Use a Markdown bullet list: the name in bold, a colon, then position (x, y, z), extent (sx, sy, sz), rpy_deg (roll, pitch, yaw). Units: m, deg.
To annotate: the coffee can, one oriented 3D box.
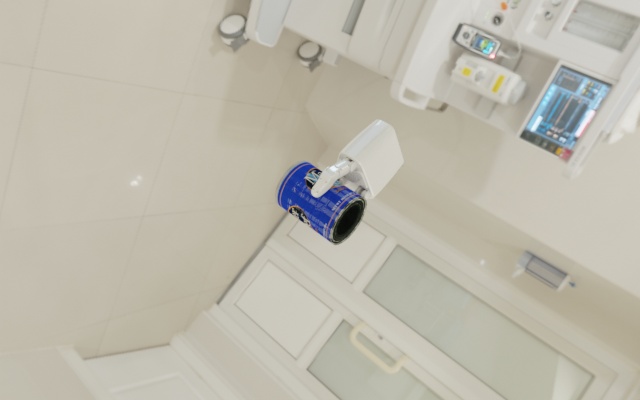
- **coffee can**: position (0.000, 0.003, 0.889), extent (0.140, 0.103, 0.103), rpy_deg (34, 17, 26)
